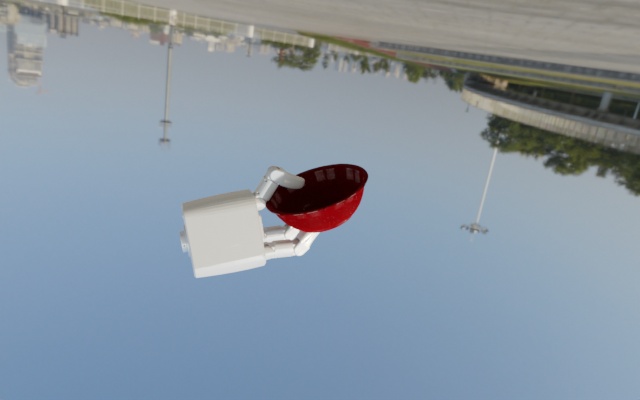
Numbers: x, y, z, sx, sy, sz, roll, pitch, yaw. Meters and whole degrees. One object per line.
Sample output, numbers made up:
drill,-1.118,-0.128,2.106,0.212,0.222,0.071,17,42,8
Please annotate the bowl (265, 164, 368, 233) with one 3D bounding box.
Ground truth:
bowl,0.002,0.002,0.731,0.162,0.055,0.162,-15,25,7
